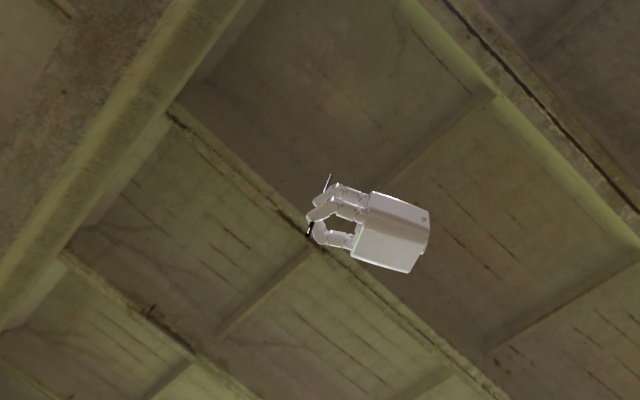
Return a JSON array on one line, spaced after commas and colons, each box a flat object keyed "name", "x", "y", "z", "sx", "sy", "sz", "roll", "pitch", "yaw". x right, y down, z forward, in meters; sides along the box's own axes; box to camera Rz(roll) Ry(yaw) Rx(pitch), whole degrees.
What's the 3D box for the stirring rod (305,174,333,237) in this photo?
[{"name": "stirring rod", "x": 0.000, "y": 0.003, "z": 0.859, "sx": 0.011, "sy": 0.011, "sz": 0.239, "roll": 0, "pitch": 26, "yaw": 11}]
